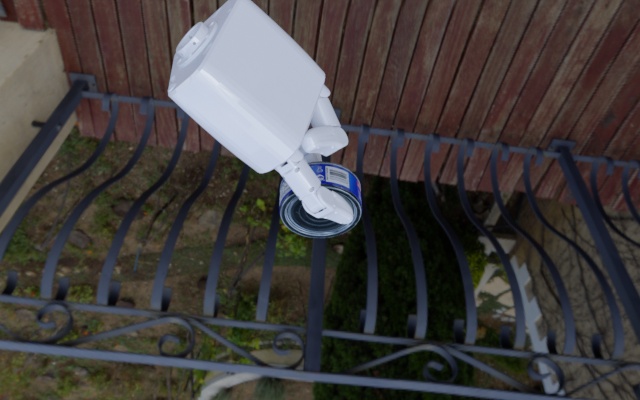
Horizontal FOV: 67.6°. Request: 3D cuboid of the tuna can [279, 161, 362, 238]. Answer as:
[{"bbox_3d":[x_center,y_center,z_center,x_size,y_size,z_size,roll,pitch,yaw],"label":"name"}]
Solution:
[{"bbox_3d":[0.000,0.002,0.493,0.086,0.033,0.086,-1,-41,-1],"label":"tuna can"}]
